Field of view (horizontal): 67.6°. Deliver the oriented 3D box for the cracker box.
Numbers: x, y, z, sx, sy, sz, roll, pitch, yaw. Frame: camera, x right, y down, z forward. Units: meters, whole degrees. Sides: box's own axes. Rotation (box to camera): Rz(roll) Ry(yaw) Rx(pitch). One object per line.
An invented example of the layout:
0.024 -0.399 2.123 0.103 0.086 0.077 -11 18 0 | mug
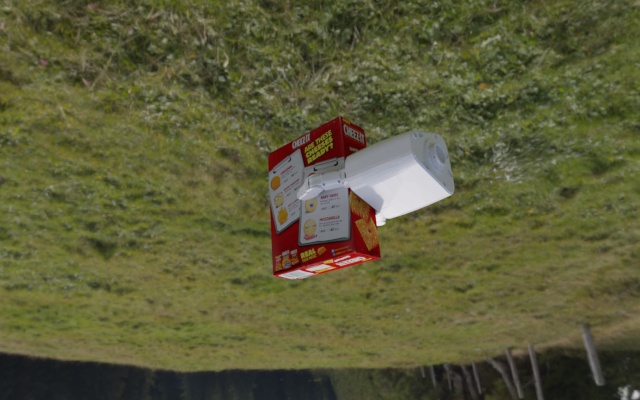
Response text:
0.000 0.003 0.743 0.164 0.213 0.072 -22 -28 37 | cracker box
